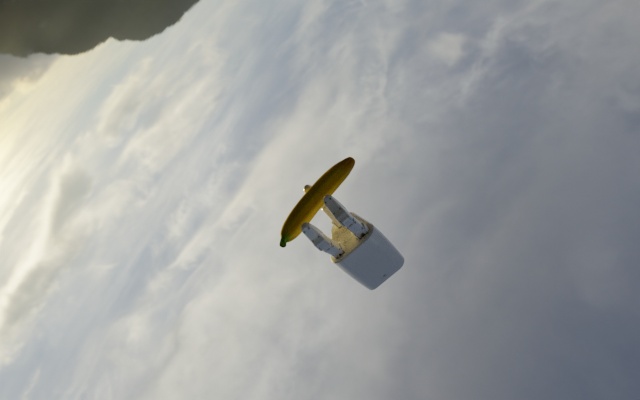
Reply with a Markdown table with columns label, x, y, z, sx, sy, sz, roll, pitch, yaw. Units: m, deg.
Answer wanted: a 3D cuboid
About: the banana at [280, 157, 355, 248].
| label | x | y | z | sx | sy | sz | roll | pitch | yaw |
| --- | --- | --- | --- | --- | --- | --- | --- | --- | --- |
| banana | -0.010 | 0.004 | 0.833 | 0.037 | 0.197 | 0.069 | 42 | -12 | -22 |
